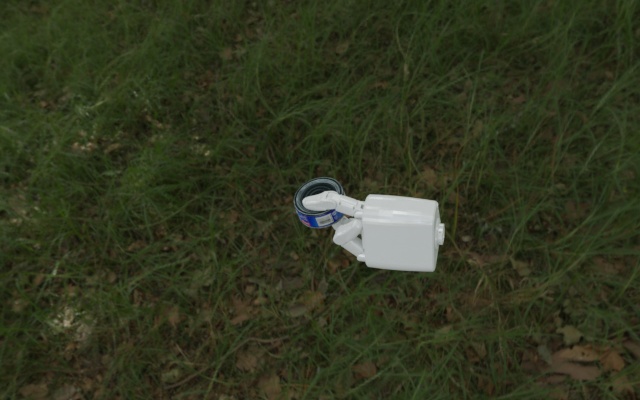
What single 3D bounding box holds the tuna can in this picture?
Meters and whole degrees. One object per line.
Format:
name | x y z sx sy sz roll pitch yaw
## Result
tuna can | 0.000 0.002 0.784 0.086 0.086 0.034 0 -41 20
